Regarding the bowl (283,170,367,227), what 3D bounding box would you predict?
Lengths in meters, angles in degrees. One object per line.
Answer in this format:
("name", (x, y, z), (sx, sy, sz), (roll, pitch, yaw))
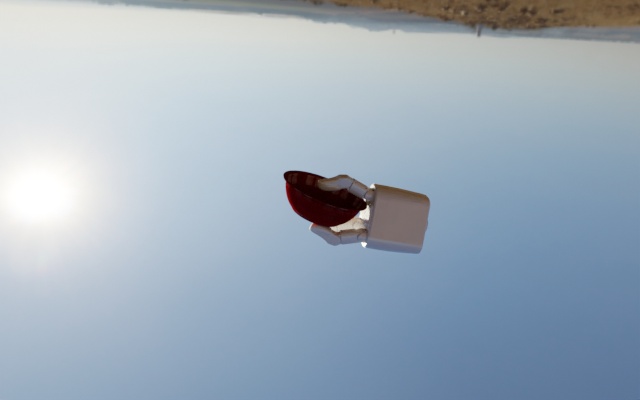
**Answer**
("bowl", (-0.001, 0.003, 0.865), (0.162, 0.055, 0.162), (20, 17, -7))
